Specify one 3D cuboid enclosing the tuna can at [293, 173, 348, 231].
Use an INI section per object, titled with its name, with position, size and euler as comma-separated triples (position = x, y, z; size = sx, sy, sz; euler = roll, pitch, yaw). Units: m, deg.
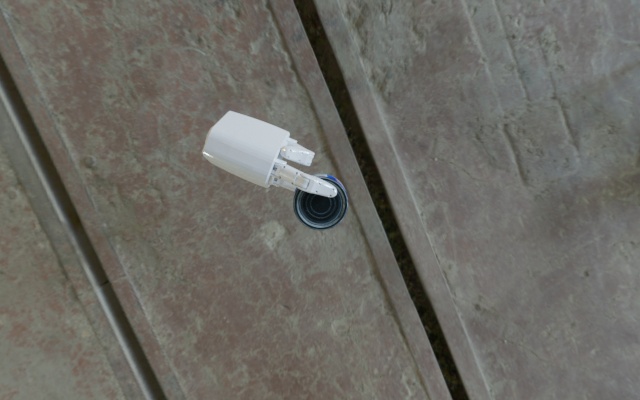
[tuna can]
position = 0.000, 0.003, 0.737
size = 0.086, 0.086, 0.033
euler = 0, 11, -2
